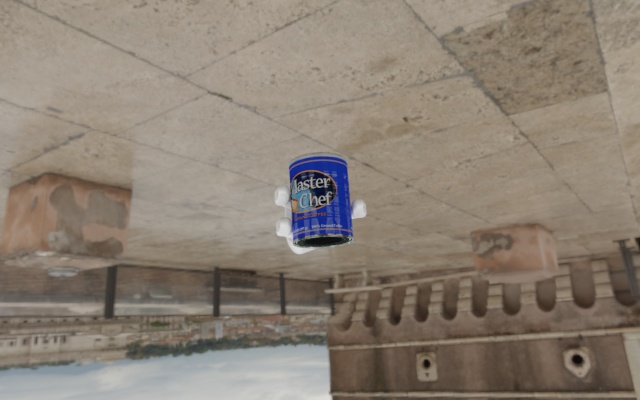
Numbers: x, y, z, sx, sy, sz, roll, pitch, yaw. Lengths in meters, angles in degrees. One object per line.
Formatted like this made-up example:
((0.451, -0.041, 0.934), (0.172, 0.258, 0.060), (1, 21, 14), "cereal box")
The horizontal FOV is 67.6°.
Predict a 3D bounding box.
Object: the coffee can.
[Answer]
((0.000, 0.002, 0.804), (0.103, 0.140, 0.103), (-4, -16, -1), "coffee can")
